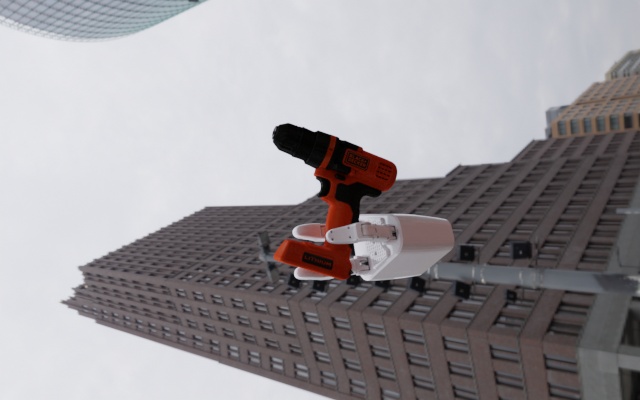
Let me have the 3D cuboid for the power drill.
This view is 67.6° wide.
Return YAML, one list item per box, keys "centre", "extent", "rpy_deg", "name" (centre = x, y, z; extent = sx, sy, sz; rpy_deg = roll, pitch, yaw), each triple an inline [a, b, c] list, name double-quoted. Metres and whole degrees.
- centre: [0.000, 0.003, 0.651]
  extent: [0.184, 0.187, 0.057]
  rpy_deg: [19, -7, -11]
  name: "power drill"
